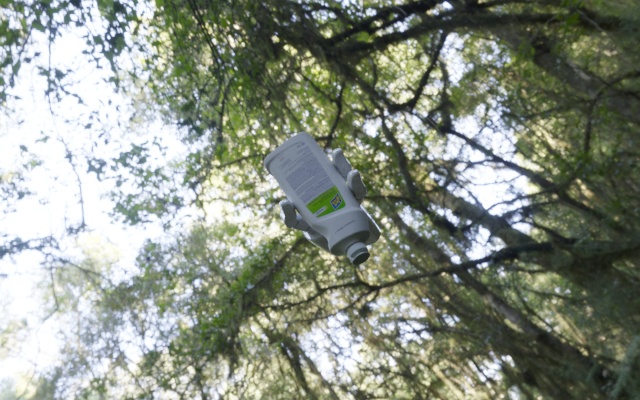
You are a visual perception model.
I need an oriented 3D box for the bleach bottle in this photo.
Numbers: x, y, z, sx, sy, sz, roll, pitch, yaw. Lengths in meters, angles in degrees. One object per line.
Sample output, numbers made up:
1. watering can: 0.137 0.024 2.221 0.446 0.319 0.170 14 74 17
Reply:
1. bleach bottle: 0.000 0.002 0.766 0.102 0.250 0.068 -37 -36 8
